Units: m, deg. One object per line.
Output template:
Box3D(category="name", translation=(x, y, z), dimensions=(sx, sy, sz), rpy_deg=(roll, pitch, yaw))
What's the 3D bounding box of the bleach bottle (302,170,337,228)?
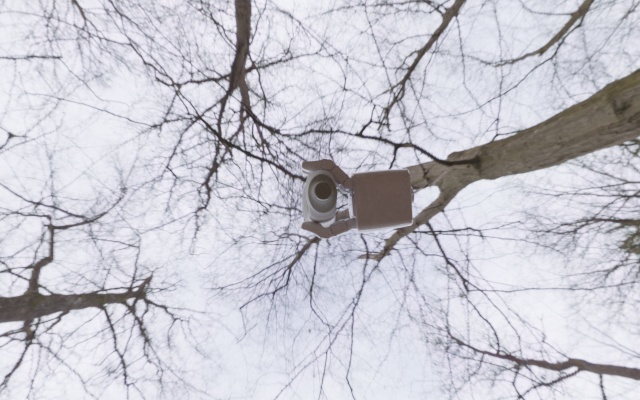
Box3D(category="bleach bottle", translation=(0.000, 0.003, 0.886), dimensions=(0.068, 0.102, 0.251), rpy_deg=(-6, -4, -3))
